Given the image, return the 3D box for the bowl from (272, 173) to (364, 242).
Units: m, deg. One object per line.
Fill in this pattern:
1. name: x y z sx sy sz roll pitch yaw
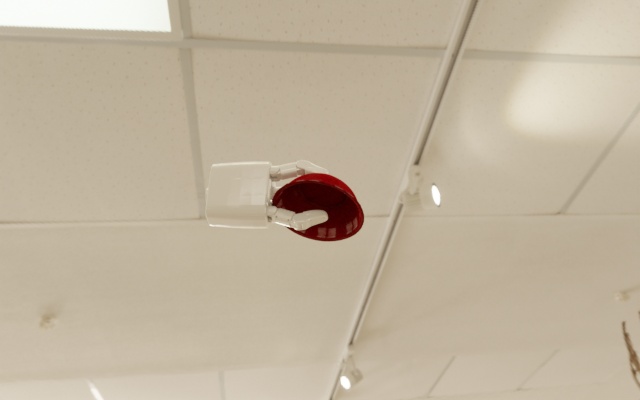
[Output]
1. bowl: 0.002 0.003 0.835 0.162 0.055 0.162 9 -40 7
